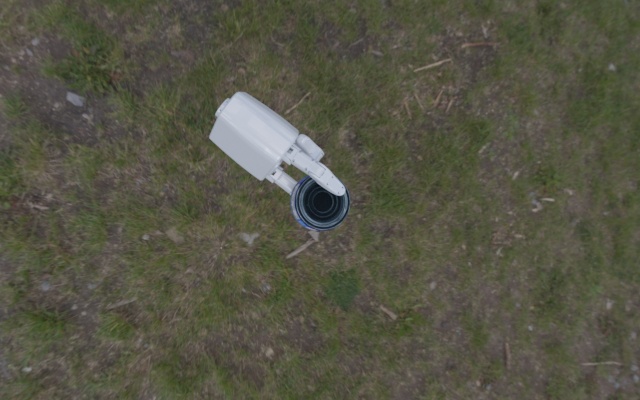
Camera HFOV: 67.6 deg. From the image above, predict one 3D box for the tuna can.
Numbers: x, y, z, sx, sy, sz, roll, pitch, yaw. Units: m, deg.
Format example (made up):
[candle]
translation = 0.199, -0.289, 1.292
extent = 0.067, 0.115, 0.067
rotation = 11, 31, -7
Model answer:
[tuna can]
translation = 0.000, 0.002, 0.706
extent = 0.086, 0.086, 0.034
rotation = 0, -2, -16
